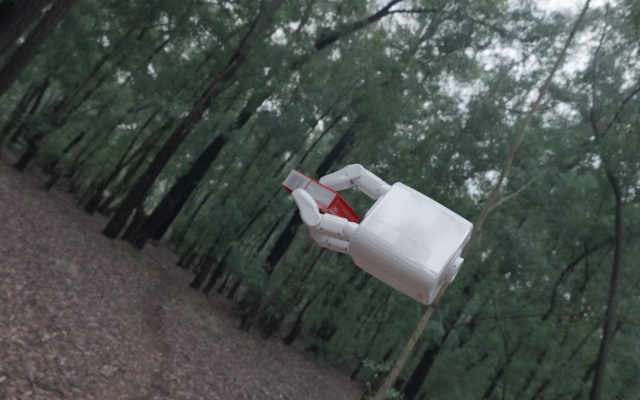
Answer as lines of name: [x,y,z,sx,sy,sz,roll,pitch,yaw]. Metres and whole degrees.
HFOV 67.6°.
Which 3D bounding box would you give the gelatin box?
gelatin box: [0.000,0.002,0.637,0.089,0.030,0.073,30,-10,35]
